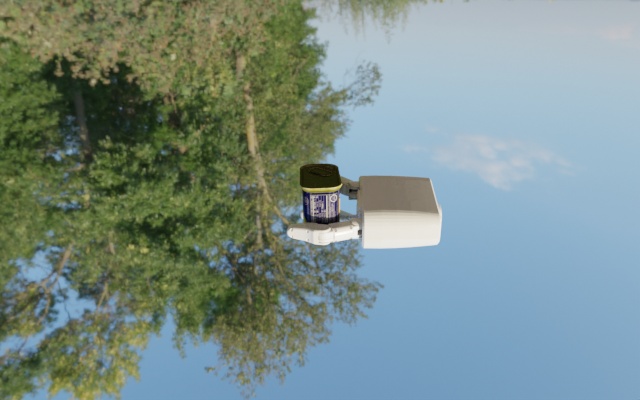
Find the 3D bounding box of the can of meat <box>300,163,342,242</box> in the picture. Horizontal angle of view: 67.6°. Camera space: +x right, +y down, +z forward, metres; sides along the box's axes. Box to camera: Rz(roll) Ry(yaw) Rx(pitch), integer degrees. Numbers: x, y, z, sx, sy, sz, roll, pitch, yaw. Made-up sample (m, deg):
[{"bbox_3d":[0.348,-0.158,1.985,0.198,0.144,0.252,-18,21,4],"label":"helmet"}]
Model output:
[{"bbox_3d":[0.000,0.003,0.688,0.057,0.084,0.102,-2,23,-2],"label":"can of meat"}]
